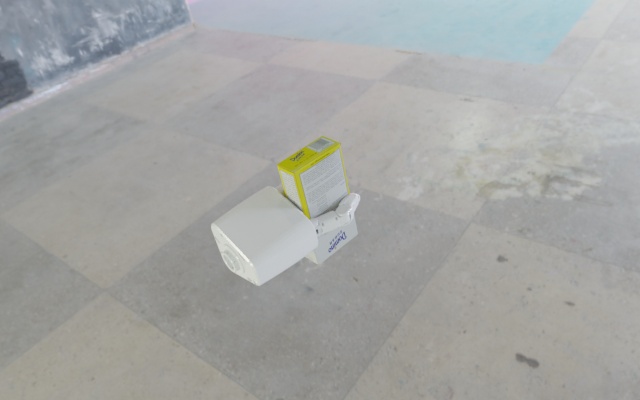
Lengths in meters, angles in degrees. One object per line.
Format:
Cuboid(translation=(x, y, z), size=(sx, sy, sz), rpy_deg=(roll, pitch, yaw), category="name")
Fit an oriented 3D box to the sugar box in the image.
Cuboid(translation=(0.000, 0.002, 0.720), size=(0.093, 0.176, 0.048), rpy_deg=(-35, 43, -28), category="sugar box")
